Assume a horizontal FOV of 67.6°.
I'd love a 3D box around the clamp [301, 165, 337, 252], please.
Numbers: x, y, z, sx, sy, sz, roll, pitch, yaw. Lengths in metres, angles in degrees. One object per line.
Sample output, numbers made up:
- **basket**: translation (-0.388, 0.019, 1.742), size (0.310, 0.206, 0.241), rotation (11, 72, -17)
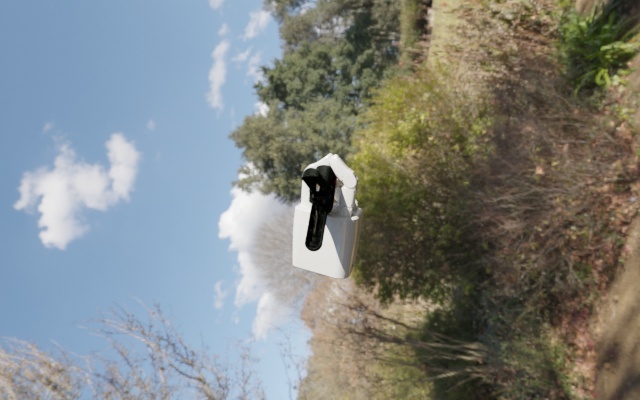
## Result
- **clamp**: translation (0.000, 0.002, 0.725), size (0.039, 0.120, 0.171), rotation (8, 12, 11)
